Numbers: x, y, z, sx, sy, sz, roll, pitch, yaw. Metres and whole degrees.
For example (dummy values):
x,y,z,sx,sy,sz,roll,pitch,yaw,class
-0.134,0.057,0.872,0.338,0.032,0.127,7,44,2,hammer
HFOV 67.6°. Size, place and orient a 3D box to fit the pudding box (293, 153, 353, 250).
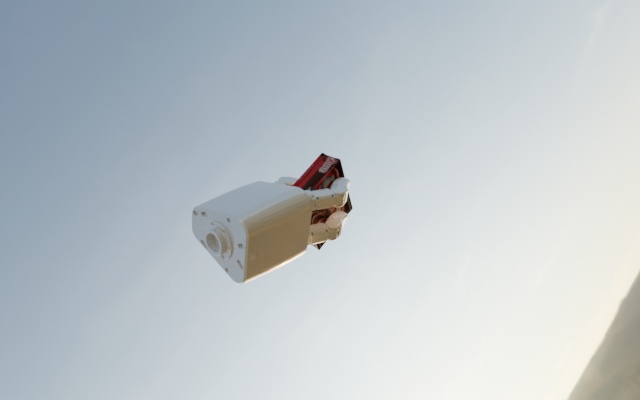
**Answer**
x,y,z,sx,sy,sz,roll,pitch,yaw,class
0.000,0.002,0.684,0.039,0.090,0.114,26,-28,30,pudding box
